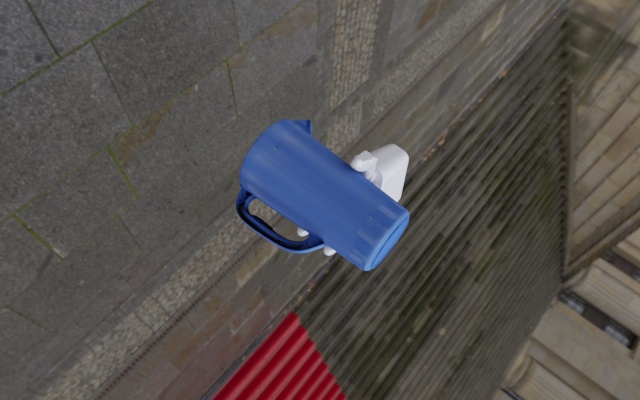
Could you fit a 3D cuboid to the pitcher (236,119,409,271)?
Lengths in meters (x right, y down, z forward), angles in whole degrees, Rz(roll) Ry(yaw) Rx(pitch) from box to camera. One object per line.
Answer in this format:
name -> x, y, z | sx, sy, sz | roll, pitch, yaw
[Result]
pitcher -> 0.000, 0.002, 0.717 | 0.243, 0.149, 0.145 | 36, 36, 17
